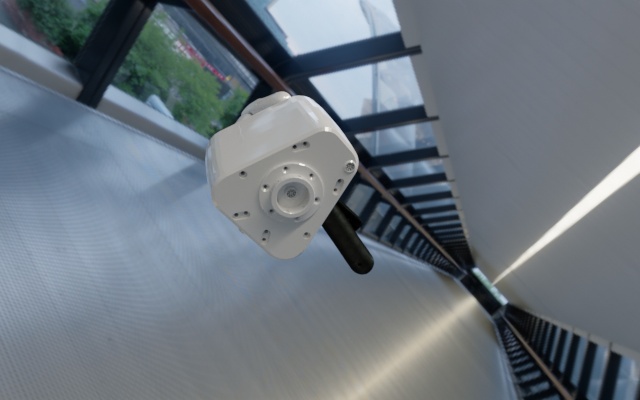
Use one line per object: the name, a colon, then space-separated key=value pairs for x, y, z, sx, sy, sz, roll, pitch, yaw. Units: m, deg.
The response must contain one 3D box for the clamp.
clamp: x=0.000 y=0.001 z=0.503 sx=0.171 sy=0.039 sz=0.120 roll=46 pitch=7 yaw=-25
